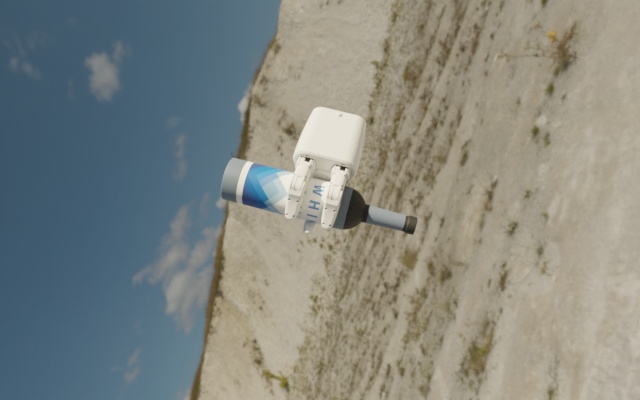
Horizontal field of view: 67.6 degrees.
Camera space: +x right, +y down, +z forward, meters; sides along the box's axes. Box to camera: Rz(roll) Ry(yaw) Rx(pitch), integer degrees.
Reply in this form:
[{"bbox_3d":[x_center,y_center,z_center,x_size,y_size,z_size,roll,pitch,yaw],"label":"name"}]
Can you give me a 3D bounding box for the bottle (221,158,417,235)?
[{"bbox_3d":[0.000,0.002,0.729,0.296,0.069,0.069,14,1,4],"label":"bottle"}]
